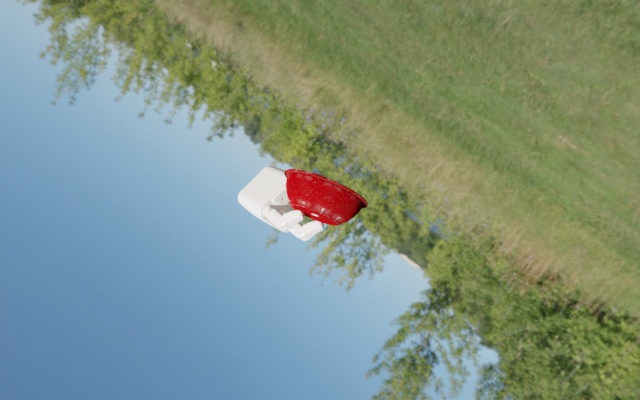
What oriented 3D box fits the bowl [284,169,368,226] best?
[{"bbox_3d":[0.001,0.003,0.853,0.162,0.055,0.162,21,-12,5],"label":"bowl"}]
